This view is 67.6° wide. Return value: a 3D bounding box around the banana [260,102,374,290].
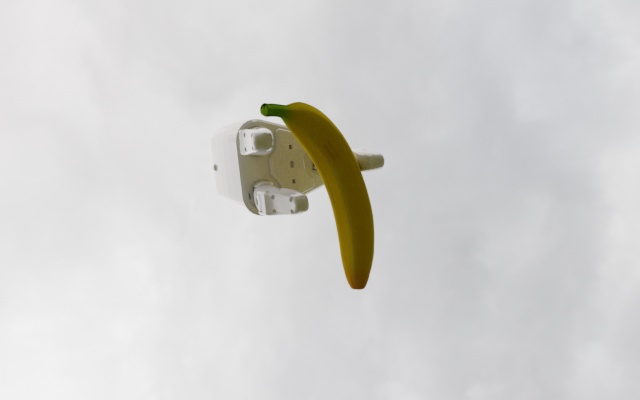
[{"bbox_3d":[0.012,-0.012,0.438,0.069,0.198,0.037,-39,23,-26],"label":"banana"}]
